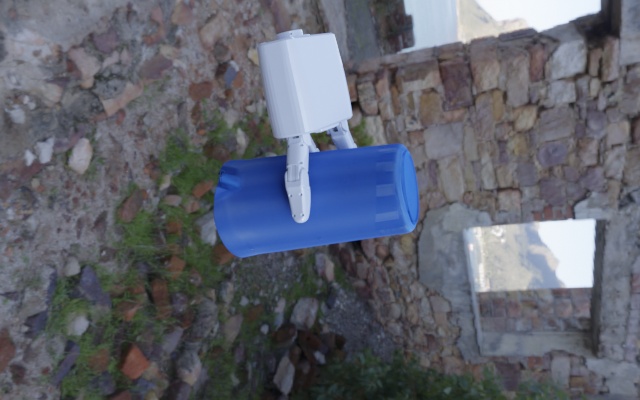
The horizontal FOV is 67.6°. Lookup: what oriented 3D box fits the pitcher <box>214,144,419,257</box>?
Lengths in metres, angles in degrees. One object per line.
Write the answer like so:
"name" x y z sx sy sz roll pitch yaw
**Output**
"pitcher" 0.000 0.002 0.619 0.243 0.145 0.149 -7 15 21
